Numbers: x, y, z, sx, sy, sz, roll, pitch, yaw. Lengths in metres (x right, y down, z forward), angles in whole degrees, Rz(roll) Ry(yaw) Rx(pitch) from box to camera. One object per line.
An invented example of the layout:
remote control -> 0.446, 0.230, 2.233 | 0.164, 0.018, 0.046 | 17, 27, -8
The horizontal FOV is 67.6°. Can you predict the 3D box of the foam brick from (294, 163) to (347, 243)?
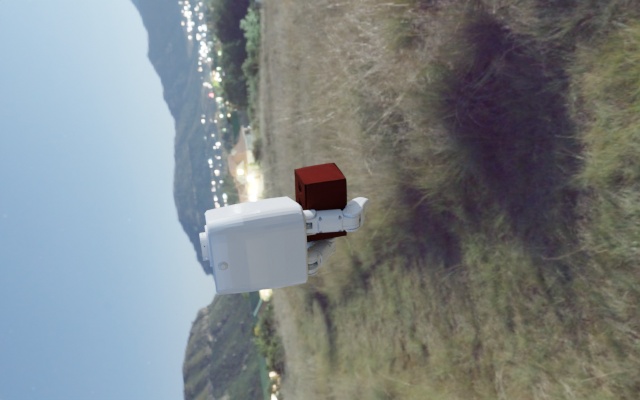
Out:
foam brick -> 0.000, 0.002, 0.572 | 0.051, 0.078, 0.053 | -8, 26, -13
